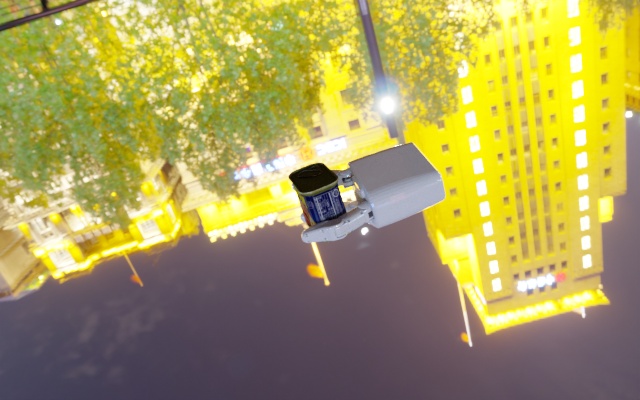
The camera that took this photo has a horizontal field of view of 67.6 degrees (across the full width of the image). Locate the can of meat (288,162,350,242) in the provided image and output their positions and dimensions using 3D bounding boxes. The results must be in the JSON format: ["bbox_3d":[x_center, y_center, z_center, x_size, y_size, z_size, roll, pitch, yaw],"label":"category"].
[{"bbox_3d":[0.000,0.003,0.685,0.057,0.084,0.102,-22,24,-8],"label":"can of meat"}]
